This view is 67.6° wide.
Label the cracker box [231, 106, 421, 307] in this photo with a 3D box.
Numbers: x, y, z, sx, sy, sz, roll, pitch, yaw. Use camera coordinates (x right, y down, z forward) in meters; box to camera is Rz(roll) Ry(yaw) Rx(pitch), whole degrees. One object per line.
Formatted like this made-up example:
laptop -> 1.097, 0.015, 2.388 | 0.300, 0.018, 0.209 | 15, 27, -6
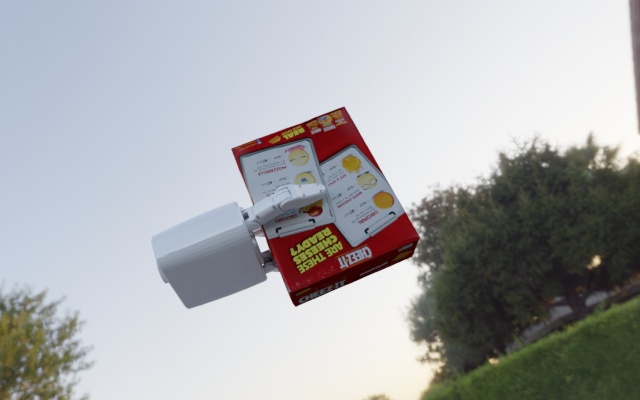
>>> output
cracker box -> 0.000, 0.002, 0.605 | 0.164, 0.213, 0.072 | -22, -27, -8
